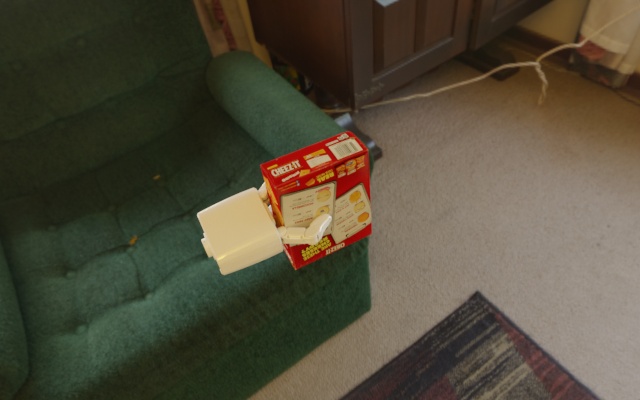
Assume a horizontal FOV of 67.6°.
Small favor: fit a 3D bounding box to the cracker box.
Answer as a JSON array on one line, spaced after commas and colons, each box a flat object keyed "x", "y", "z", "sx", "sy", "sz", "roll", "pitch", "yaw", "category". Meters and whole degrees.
[{"x": 0.000, "y": 0.003, "z": 0.824, "sx": 0.164, "sy": 0.214, "sz": 0.072, "roll": -23, "pitch": 49, "yaw": -13, "category": "cracker box"}]
